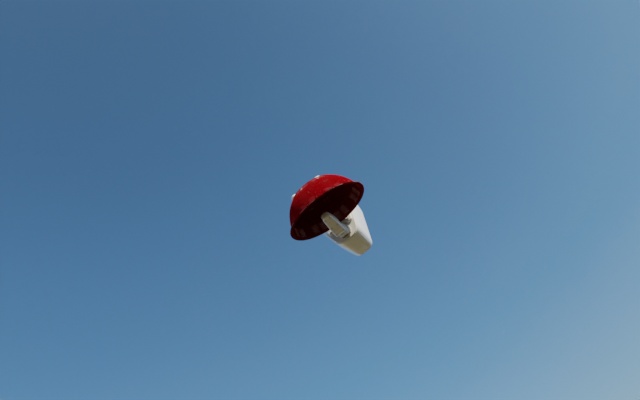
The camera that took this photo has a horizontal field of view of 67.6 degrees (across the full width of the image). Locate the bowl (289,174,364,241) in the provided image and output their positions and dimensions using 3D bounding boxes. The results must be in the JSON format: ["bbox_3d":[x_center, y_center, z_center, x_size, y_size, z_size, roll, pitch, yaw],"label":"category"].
[{"bbox_3d":[0.000,0.002,0.882,0.162,0.055,0.162,-30,-24,-15],"label":"bowl"}]
